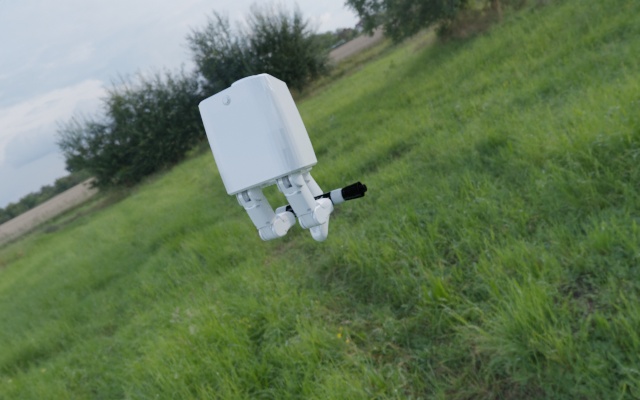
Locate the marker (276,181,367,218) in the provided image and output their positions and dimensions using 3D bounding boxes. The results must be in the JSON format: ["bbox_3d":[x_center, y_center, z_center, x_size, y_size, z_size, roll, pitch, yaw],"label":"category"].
[{"bbox_3d":[0.000,0.002,0.574,0.121,0.020,0.020,-18,-8,26],"label":"marker"}]
